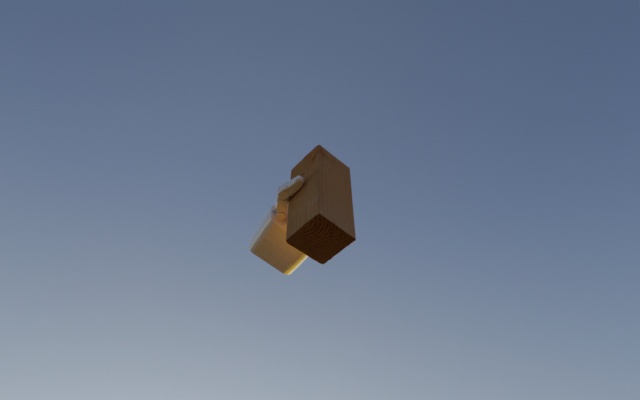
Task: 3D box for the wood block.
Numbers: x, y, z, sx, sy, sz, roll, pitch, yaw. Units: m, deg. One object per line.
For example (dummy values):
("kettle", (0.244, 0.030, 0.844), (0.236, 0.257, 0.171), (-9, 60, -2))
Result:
("wood block", (0.000, 0.003, 0.894), (0.091, 0.206, 0.090), (35, -58, -26))
